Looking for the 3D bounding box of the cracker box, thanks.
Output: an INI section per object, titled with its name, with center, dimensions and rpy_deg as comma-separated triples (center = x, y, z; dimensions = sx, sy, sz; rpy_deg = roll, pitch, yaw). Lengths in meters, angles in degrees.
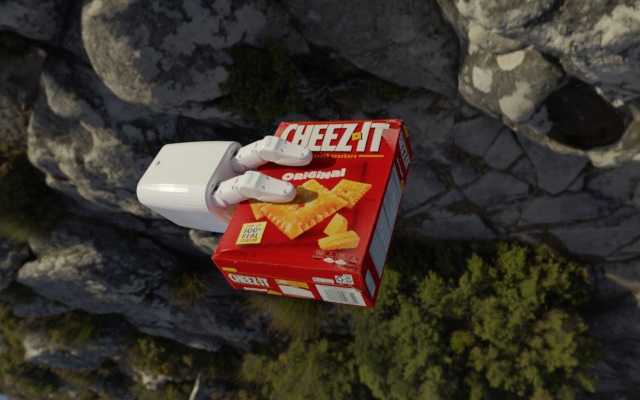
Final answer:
[cracker box]
center = 0.000, 0.002, 0.535
dimensions = 0.164, 0.213, 0.072
rpy_deg = 3, -39, 23
